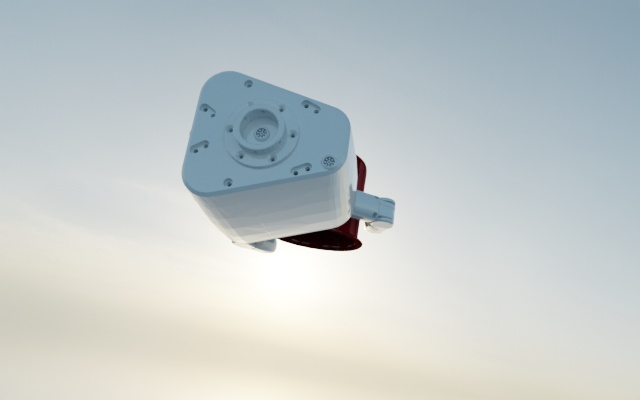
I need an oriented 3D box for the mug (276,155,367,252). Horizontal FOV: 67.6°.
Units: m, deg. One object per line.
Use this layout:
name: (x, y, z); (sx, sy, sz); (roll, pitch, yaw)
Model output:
mug: (0.000, 0.002, 0.469); (0.093, 0.081, 0.117); (8, -17, 6)
